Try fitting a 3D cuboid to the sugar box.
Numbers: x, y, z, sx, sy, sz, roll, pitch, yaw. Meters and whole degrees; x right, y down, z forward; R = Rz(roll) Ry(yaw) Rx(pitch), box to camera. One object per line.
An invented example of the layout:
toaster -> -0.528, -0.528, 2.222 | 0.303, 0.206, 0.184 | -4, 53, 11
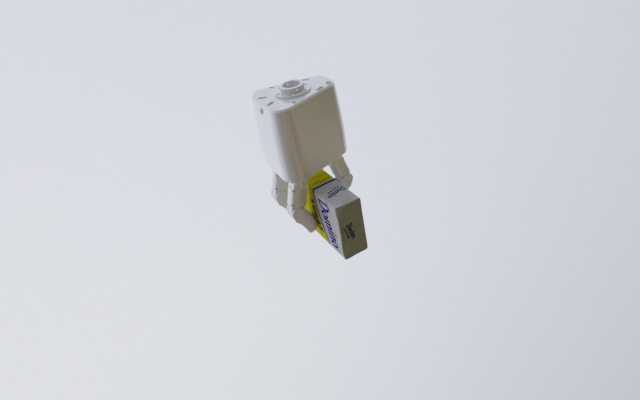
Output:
sugar box -> 0.000, 0.002, 0.709 | 0.048, 0.093, 0.176 | -25, 37, -17
